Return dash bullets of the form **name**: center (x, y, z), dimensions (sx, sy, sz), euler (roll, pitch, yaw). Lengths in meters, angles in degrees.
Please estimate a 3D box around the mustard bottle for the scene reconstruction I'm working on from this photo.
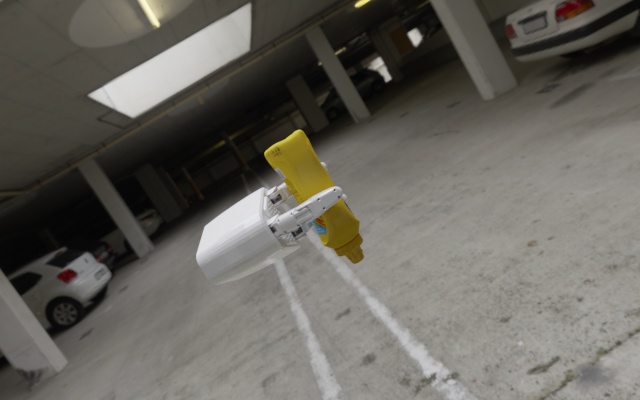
- **mustard bottle**: center (0.000, 0.002, 0.634), dimensions (0.058, 0.191, 0.096), euler (-34, 7, -13)
